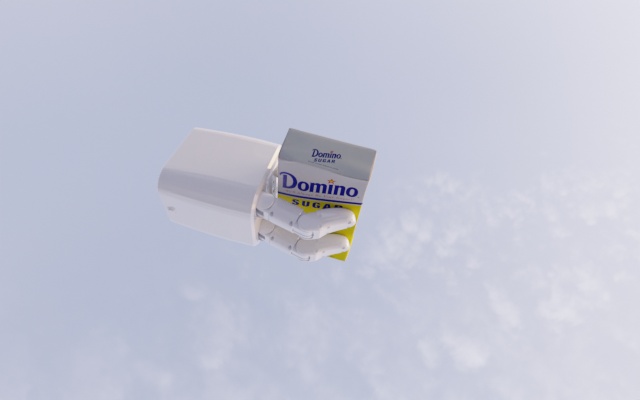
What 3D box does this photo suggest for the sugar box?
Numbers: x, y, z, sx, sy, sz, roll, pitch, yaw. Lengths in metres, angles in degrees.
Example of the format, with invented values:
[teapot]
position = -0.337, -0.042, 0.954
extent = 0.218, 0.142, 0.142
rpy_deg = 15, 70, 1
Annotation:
[sugar box]
position = 0.000, 0.002, 0.529
extent = 0.093, 0.048, 0.176
rpy_deg = 15, -30, 5
